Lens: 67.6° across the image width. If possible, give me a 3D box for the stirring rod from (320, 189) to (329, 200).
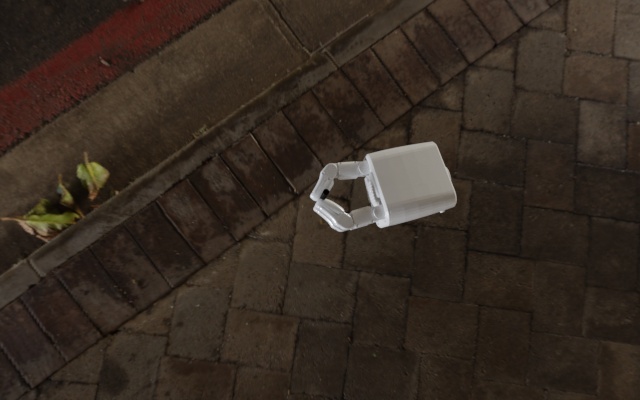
[{"bbox_3d":[0.000,0.002,0.734,0.011,0.011,0.239,0,-6,-3],"label":"stirring rod"}]
